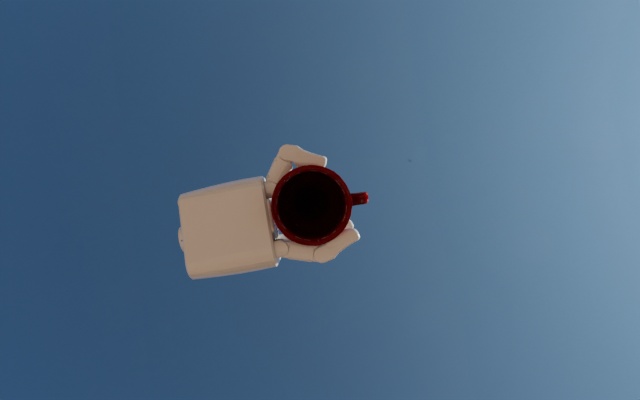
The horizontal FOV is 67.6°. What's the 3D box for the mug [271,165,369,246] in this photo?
[{"bbox_3d":[0.001,0.002,0.584,0.117,0.093,0.081,-10,3,-2],"label":"mug"}]
